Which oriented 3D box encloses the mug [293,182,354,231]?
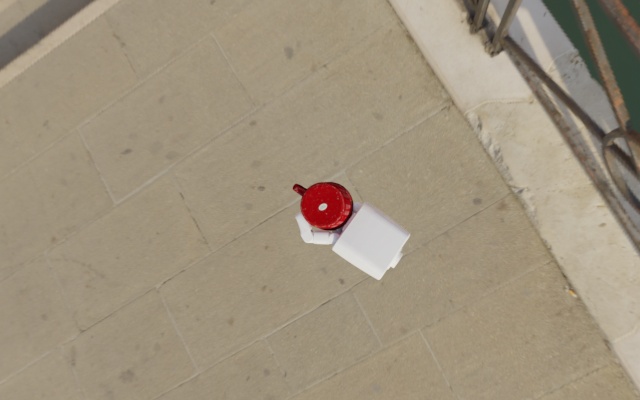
[{"bbox_3d":[-0.001,0.002,0.868,0.117,0.093,0.081,34,4,9],"label":"mug"}]
